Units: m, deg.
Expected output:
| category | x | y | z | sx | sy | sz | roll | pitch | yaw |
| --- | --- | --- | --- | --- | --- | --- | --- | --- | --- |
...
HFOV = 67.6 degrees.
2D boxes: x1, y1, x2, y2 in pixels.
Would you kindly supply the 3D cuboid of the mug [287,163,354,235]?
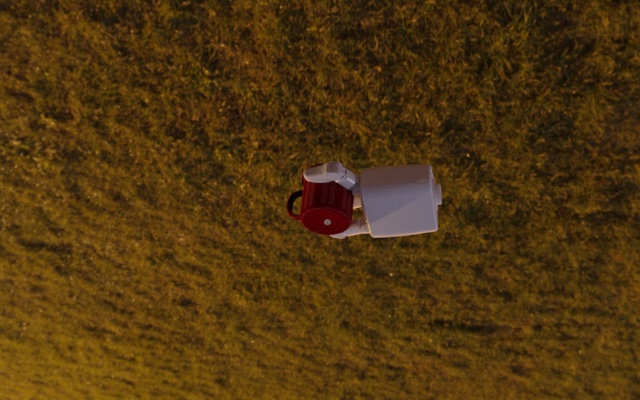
| category | x | y | z | sx | sy | sz | roll | pitch | yaw |
| --- | --- | --- | --- | --- | --- | --- | --- | --- | --- |
| mug | -0.001 | 0.003 | 0.760 | 0.117 | 0.081 | 0.093 | -7 | -38 | 18 |
